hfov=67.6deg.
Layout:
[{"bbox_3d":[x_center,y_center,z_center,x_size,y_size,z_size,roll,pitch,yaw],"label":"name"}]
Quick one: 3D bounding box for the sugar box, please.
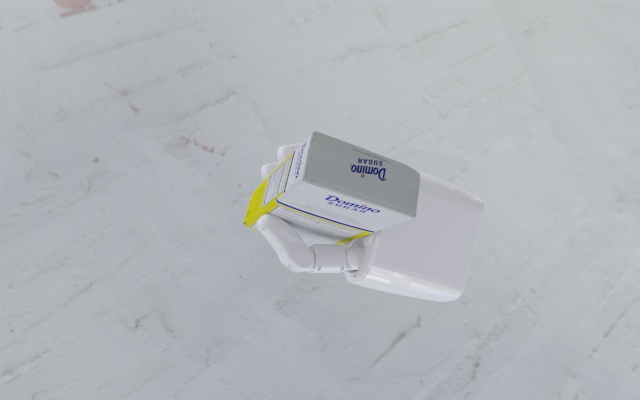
[{"bbox_3d":[0.000,0.001,0.417,0.093,0.048,0.176,18,-22,-18],"label":"sugar box"}]
